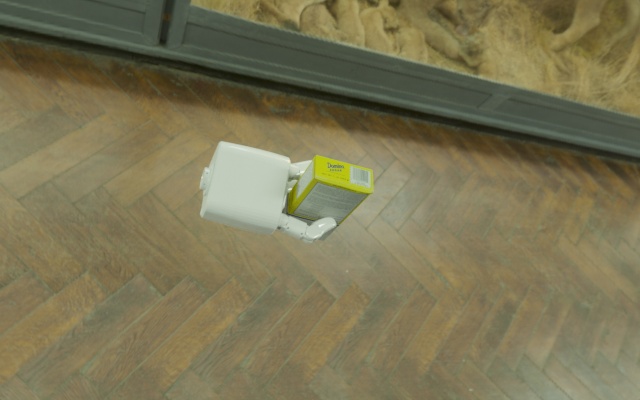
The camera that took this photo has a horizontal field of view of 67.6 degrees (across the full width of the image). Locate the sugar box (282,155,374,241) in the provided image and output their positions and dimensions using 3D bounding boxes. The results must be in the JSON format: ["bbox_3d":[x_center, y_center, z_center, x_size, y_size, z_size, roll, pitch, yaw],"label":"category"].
[{"bbox_3d":[0.000,0.002,0.734,0.093,0.048,0.176,14,-30,-19],"label":"sugar box"}]
